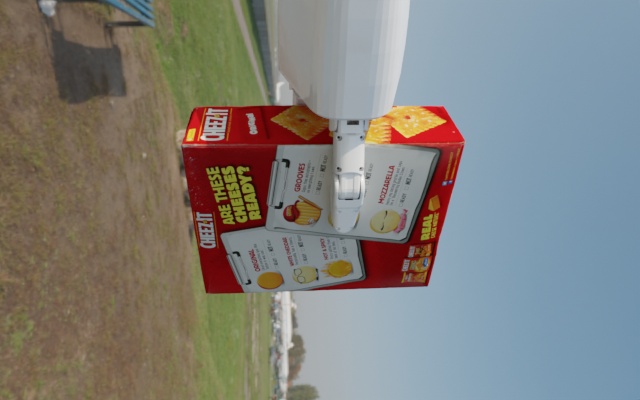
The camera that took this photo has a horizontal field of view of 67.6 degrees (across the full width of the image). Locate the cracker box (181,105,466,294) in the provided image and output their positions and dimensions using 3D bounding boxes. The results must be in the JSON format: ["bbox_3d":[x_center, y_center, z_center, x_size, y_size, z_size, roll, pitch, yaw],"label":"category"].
[{"bbox_3d":[0.000,0.001,0.425,0.214,0.164,0.072,-1,38,-5],"label":"cracker box"}]
